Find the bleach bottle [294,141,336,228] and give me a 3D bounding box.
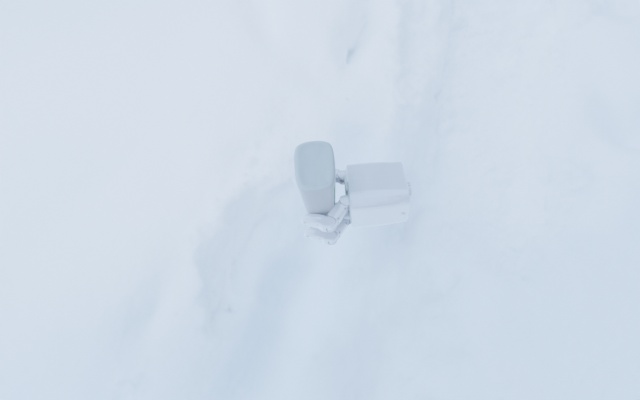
[{"bbox_3d":[0.000,0.003,0.889,0.068,0.102,0.251,-5,-30,3],"label":"bleach bottle"}]
